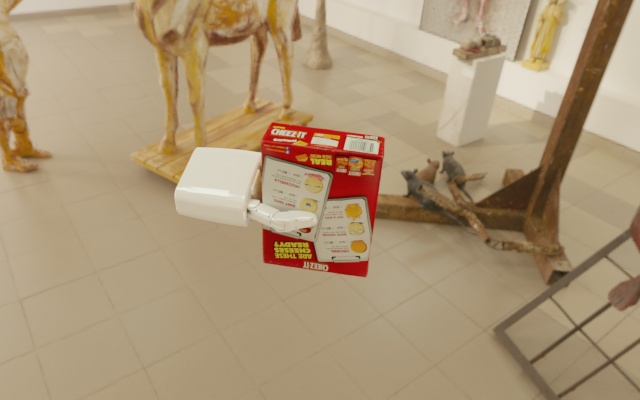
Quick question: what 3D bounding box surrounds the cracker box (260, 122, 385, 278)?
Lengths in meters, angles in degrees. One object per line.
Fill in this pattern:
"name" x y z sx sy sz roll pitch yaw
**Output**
"cracker box" 0.000 0.002 0.697 0.164 0.214 0.072 8 35 6
